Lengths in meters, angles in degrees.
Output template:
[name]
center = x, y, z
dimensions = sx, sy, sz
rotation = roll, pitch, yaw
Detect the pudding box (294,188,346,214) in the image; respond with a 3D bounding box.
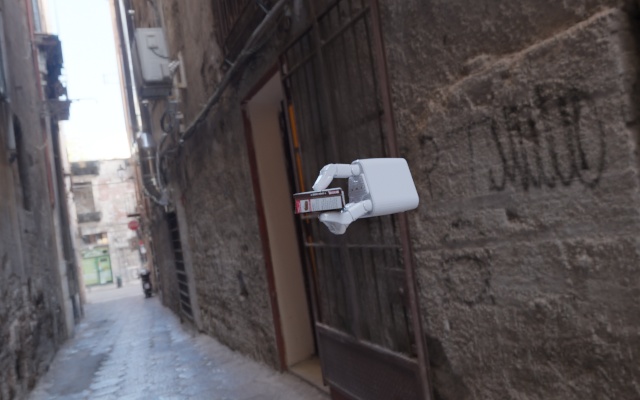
[pudding box]
center = 0.000, 0.003, 0.888
dimensions = 0.090, 0.039, 0.113
rotation = -8, -3, 3
